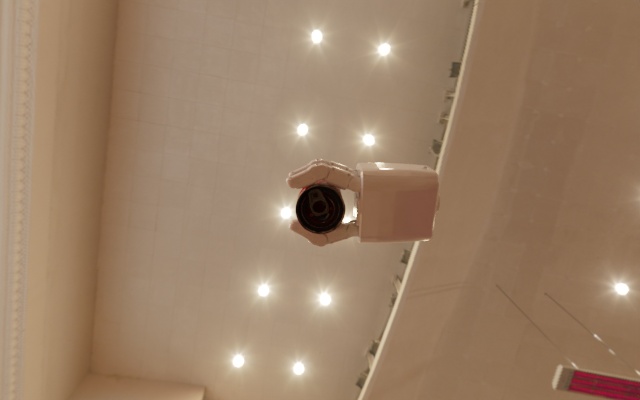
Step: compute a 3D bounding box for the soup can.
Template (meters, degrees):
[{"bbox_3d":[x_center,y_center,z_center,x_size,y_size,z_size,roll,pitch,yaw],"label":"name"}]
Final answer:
[{"bbox_3d":[0.000,0.002,0.692,0.068,0.068,0.102,0,12,0],"label":"soup can"}]
